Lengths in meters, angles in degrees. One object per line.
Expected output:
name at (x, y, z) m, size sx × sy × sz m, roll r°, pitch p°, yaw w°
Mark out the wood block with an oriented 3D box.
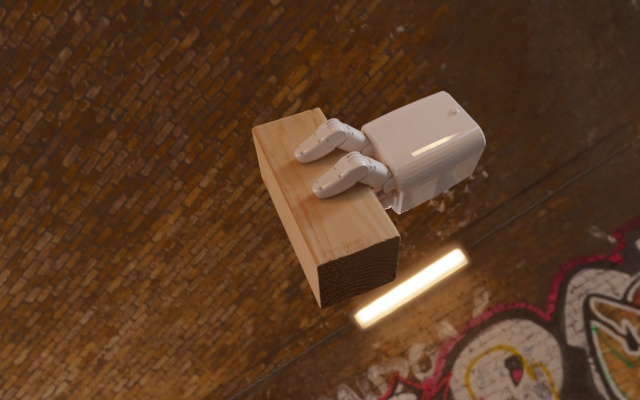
wood block at (0.000, 0.002, 0.539) m, size 0.090 × 0.206 × 0.091 m, roll -19°, pitch -38°, yaw -11°
